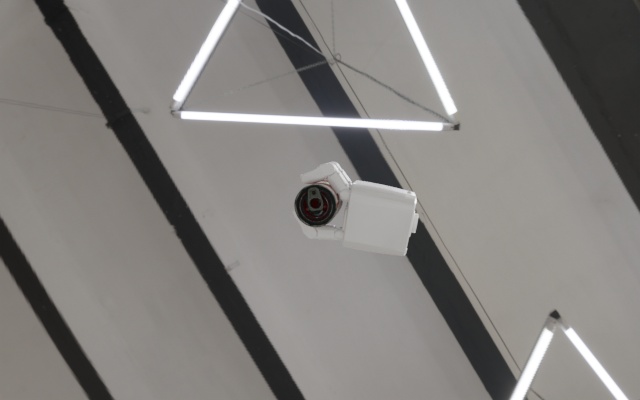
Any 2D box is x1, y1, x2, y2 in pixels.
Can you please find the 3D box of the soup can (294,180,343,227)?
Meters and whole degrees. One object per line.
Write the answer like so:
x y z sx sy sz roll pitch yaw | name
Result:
0.000 0.003 0.792 0.068 0.068 0.102 0 7 9 | soup can
